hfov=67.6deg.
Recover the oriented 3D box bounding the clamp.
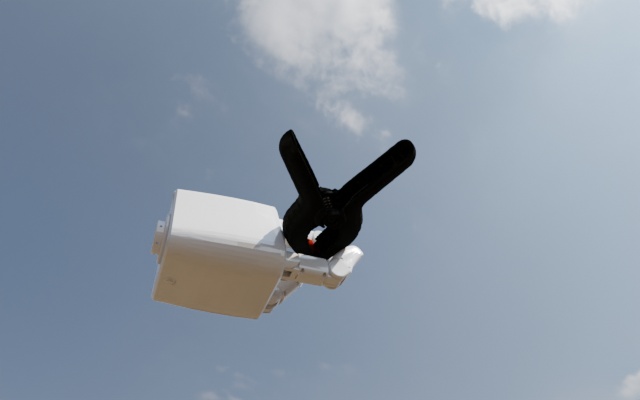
[{"bbox_3d":[0.000,0.001,0.445,0.120,0.172,0.039,13,39,-19],"label":"clamp"}]
